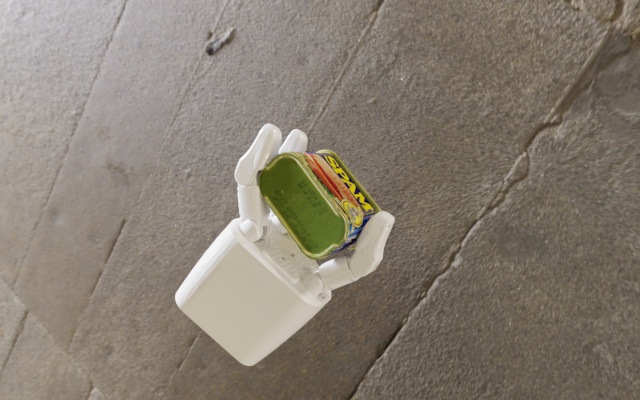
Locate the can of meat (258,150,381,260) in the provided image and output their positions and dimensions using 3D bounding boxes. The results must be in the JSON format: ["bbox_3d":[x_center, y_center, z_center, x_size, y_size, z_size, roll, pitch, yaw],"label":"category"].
[{"bbox_3d":[0.000,0.002,0.441,0.057,0.102,0.084,-43,-14,22],"label":"can of meat"}]
